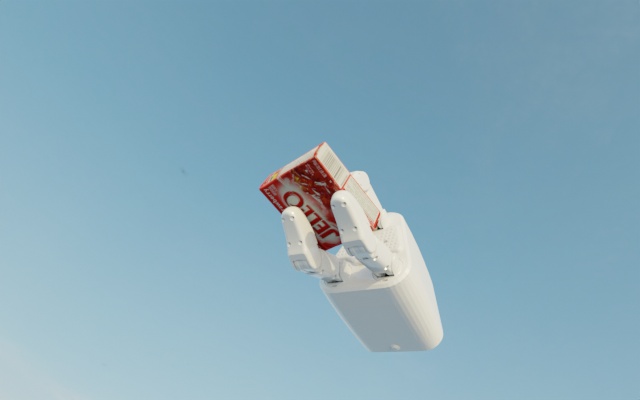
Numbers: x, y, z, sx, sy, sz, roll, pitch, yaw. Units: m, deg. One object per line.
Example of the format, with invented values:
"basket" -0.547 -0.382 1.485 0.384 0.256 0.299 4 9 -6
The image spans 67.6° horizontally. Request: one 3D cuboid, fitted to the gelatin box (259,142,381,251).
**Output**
"gelatin box" 0.000 0.001 0.437 0.073 0.089 0.030 -27 21 36
